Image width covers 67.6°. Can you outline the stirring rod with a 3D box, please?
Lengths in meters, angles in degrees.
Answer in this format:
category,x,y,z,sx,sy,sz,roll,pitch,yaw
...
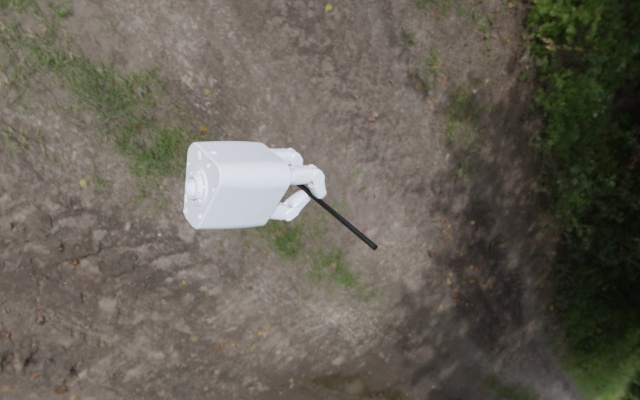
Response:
category,x,y,z,sx,sy,sz,roll,pitch,yaw
stirring rod,0.000,0.002,0.702,0.011,0.011,0.239,0,30,-44
